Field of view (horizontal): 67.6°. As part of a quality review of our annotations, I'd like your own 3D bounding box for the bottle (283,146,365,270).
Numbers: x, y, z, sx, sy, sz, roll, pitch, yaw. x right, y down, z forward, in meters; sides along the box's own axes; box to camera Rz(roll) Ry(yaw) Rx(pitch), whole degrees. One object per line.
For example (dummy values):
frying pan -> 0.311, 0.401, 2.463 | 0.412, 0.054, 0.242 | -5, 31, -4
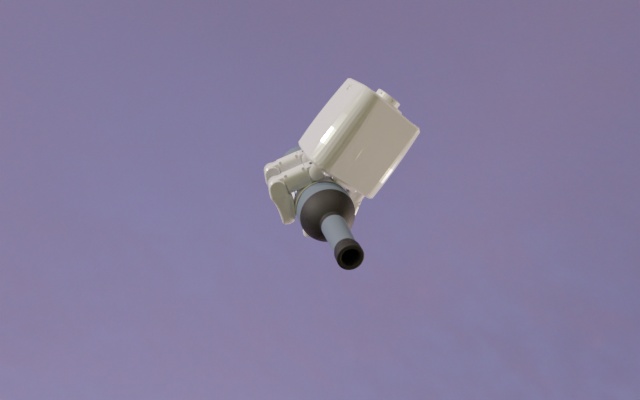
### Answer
bottle -> 0.000, 0.002, 0.586 | 0.069, 0.069, 0.295 | 0, 21, -12
